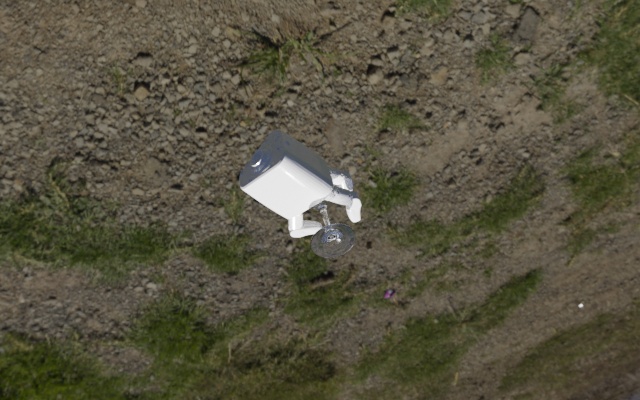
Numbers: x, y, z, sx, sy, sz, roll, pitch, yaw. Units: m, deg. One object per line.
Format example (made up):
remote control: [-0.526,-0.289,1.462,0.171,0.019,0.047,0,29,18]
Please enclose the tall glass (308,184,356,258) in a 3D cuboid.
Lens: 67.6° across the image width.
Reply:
tall glass: [0.000,0.003,0.836,0.079,0.079,0.201,0,39,-15]
